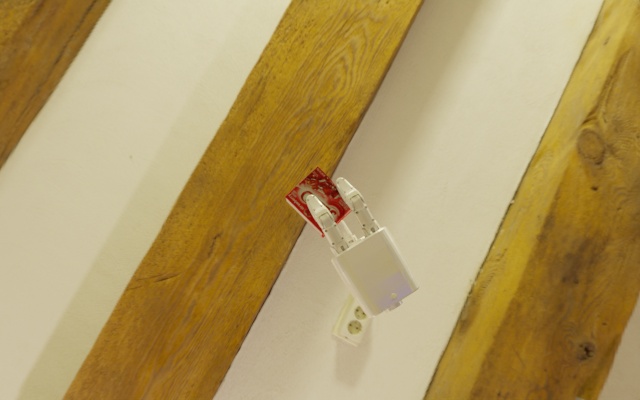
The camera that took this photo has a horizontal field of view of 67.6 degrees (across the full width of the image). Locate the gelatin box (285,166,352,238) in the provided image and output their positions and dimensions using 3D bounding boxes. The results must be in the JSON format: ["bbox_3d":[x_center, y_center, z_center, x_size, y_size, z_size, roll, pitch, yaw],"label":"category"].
[{"bbox_3d":[0.000,0.002,0.759,0.073,0.089,0.030,-43,-9,-10],"label":"gelatin box"}]
